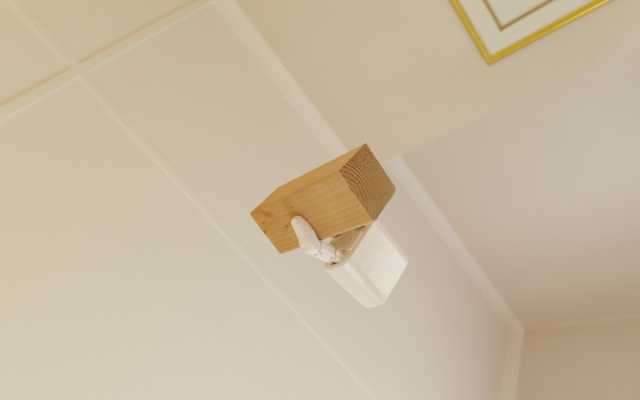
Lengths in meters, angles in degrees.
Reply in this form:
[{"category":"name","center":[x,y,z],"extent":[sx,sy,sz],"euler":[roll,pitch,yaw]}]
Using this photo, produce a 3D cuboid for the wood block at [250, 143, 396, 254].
[{"category":"wood block","center":[0.000,0.003,0.745],"extent":[0.206,0.090,0.090],"euler":[-24,17,42]}]
